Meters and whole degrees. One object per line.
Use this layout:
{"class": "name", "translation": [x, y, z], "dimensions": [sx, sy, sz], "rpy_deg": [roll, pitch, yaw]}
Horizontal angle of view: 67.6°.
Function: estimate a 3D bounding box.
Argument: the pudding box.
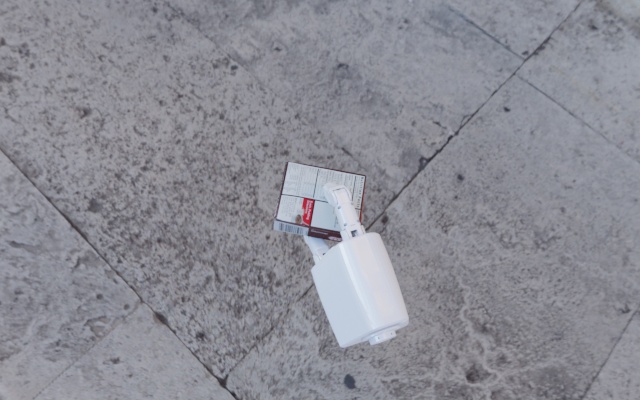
{"class": "pudding box", "translation": [0.000, 0.002, 0.633], "dimensions": [0.113, 0.090, 0.039], "rpy_deg": [11, -24, -3]}
